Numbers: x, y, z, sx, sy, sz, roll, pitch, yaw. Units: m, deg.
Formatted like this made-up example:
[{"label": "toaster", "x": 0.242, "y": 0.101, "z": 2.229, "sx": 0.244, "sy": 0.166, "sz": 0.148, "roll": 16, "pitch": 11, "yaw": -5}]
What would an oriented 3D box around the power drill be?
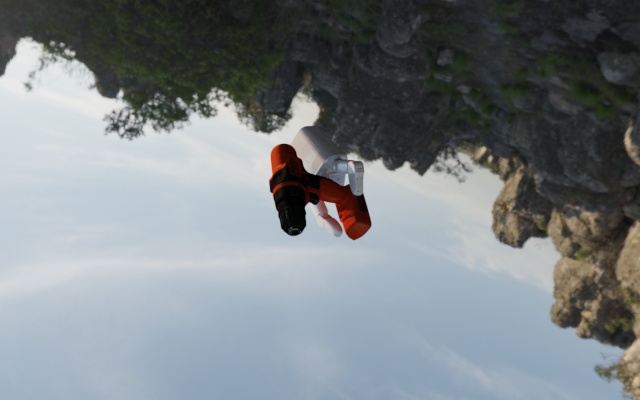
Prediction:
[{"label": "power drill", "x": 0.000, "y": 0.003, "z": 0.799, "sx": 0.188, "sy": 0.184, "sz": 0.057, "roll": 26, "pitch": -51, "yaw": -35}]
